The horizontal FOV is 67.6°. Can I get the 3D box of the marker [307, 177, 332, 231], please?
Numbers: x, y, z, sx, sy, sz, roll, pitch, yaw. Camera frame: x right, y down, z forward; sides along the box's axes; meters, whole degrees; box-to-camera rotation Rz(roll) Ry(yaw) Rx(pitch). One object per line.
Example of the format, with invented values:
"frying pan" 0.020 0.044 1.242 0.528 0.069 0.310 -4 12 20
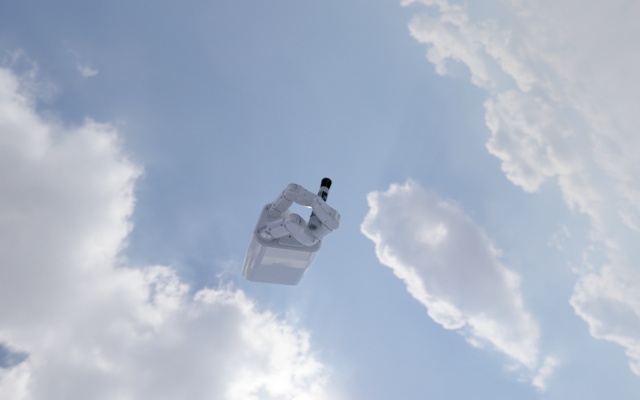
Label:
"marker" 0.000 0.002 0.778 0.020 0.020 0.121 0 39 14
